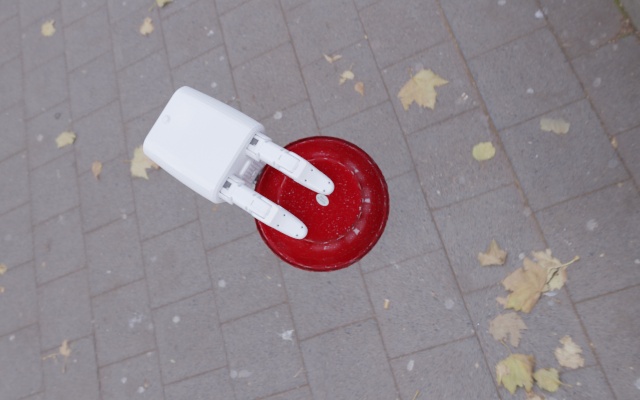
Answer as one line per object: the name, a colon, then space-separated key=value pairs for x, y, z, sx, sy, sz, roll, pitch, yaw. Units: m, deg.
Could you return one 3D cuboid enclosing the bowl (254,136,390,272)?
bowl: x=0.001 y=0.002 z=0.537 sx=0.162 sy=0.162 sz=0.055 roll=0 pitch=-4 yaw=1
